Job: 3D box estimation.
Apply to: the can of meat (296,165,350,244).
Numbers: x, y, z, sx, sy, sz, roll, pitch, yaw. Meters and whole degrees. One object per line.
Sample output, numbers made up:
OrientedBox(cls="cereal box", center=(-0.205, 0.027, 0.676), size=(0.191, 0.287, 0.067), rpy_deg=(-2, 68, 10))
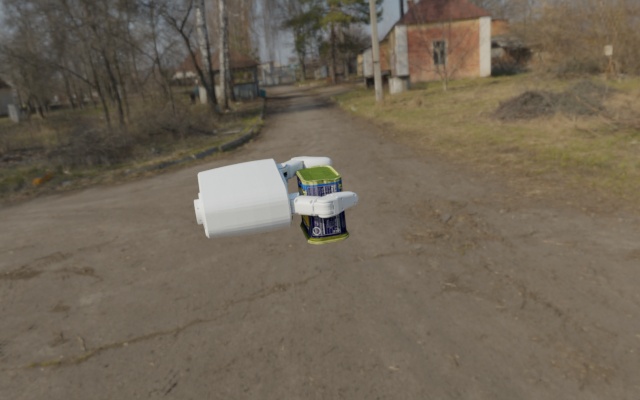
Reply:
OrientedBox(cls="can of meat", center=(0.000, 0.002, 0.650), size=(0.057, 0.084, 0.102), rpy_deg=(-9, 15, -8))
